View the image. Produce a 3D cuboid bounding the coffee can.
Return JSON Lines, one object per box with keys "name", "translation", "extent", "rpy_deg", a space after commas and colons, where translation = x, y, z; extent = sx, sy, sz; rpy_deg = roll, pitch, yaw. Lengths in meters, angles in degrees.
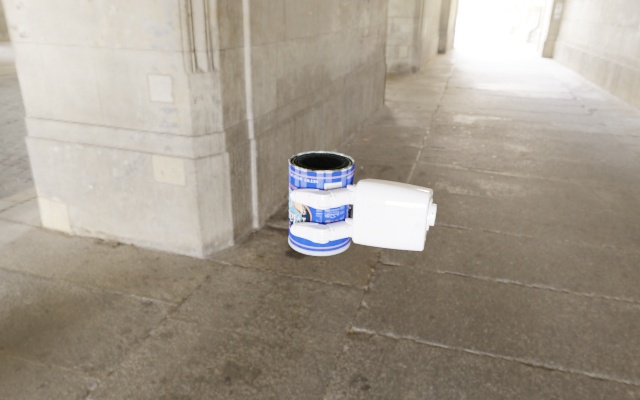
{"name": "coffee can", "translation": [0.000, 0.003, 0.761], "extent": [0.103, 0.140, 0.102], "rpy_deg": [1, 22, 0]}
